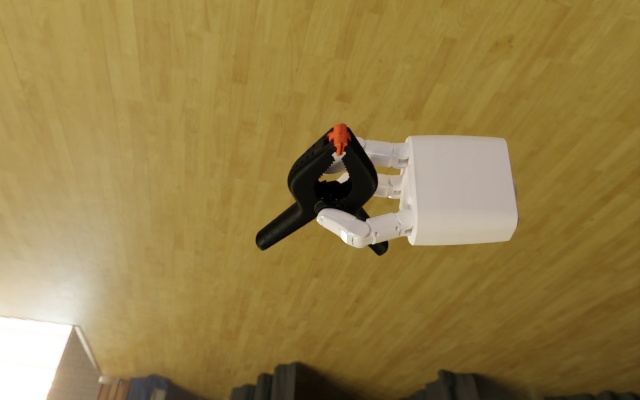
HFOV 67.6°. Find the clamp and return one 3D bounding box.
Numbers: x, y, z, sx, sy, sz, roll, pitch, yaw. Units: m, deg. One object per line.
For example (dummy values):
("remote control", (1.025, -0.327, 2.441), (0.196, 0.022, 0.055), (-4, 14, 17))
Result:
("clamp", (0.000, 0.002, 0.526), (0.164, 0.036, 0.210), (-2, -37, 1))
